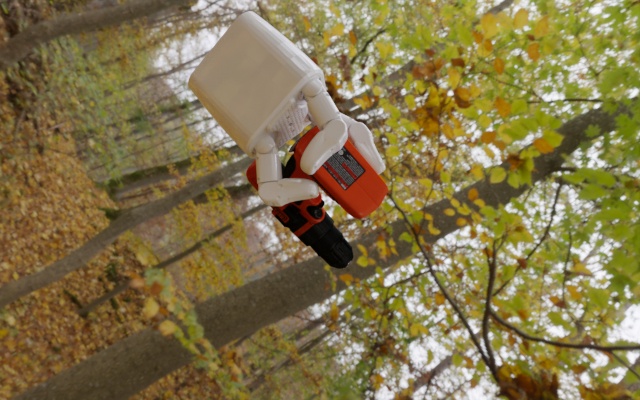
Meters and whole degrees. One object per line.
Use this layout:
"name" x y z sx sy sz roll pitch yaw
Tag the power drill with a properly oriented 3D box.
"power drill" 0.000 0.001 0.564 0.057 0.184 0.188 -46 6 -27
